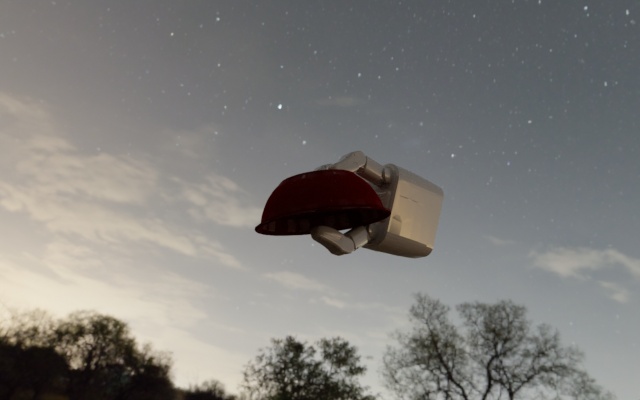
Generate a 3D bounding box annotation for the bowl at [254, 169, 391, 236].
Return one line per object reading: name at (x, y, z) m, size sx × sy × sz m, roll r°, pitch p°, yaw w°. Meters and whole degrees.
bowl at (-0.001, 0.001, 0.567) m, size 0.162 × 0.055 × 0.162 m, roll -7°, pitch -11°, yaw -1°
